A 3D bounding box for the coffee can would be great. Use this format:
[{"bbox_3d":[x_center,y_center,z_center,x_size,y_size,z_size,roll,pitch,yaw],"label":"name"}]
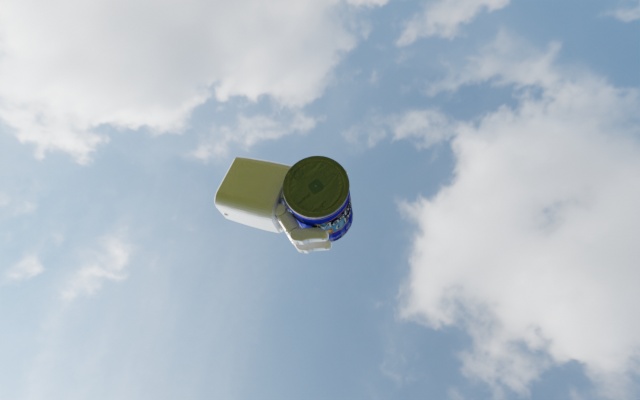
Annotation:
[{"bbox_3d":[0.000,0.003,0.788,0.103,0.102,0.140,0,-21,7],"label":"coffee can"}]
